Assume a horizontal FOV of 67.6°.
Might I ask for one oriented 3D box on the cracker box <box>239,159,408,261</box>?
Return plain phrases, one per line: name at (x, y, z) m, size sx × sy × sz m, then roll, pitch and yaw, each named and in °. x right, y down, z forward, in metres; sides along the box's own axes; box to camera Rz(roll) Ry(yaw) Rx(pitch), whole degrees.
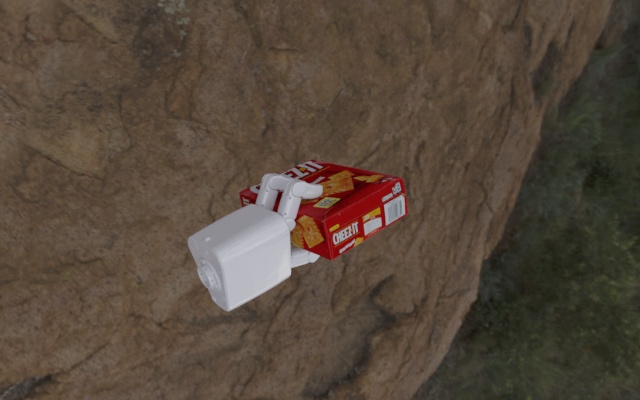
cracker box at (0.000, 0.003, 0.741) m, size 0.164 × 0.072 × 0.213 m, roll -27°, pitch 28°, yaw -34°
